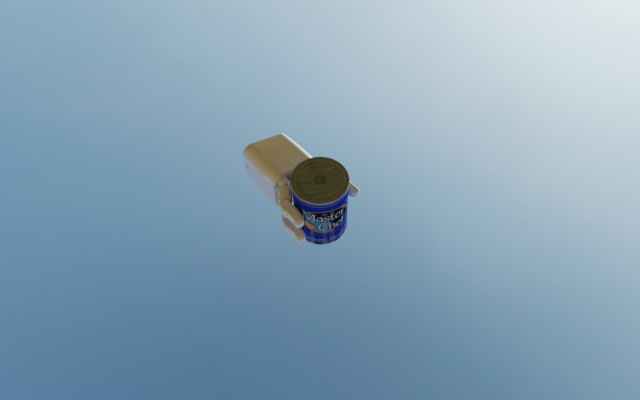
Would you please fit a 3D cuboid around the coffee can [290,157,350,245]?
[{"bbox_3d":[0.000,0.003,0.881,0.103,0.102,0.140,0,-35,1],"label":"coffee can"}]
